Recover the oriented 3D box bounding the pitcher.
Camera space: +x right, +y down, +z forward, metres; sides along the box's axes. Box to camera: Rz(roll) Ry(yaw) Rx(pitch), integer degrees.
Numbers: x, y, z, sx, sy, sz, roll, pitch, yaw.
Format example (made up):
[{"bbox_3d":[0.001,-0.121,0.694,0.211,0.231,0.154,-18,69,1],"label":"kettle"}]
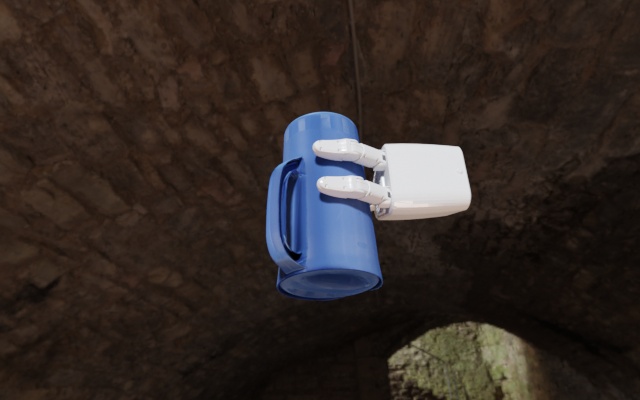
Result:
[{"bbox_3d":[0.000,0.002,0.640,0.145,0.242,0.149,0,-27,-6],"label":"pitcher"}]
